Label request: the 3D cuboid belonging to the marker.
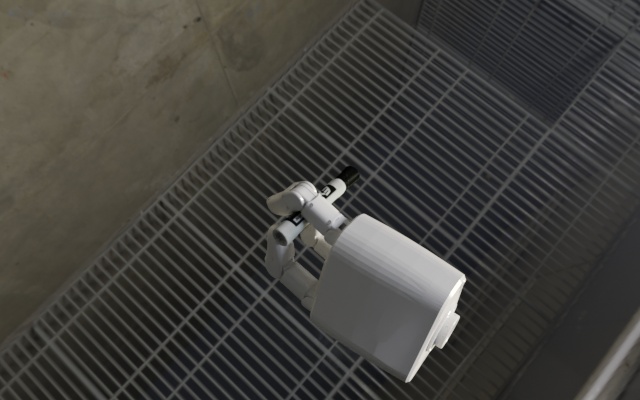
[{"bbox_3d":[0.000,0.001,0.460,0.020,0.020,0.121,0,32,45],"label":"marker"}]
